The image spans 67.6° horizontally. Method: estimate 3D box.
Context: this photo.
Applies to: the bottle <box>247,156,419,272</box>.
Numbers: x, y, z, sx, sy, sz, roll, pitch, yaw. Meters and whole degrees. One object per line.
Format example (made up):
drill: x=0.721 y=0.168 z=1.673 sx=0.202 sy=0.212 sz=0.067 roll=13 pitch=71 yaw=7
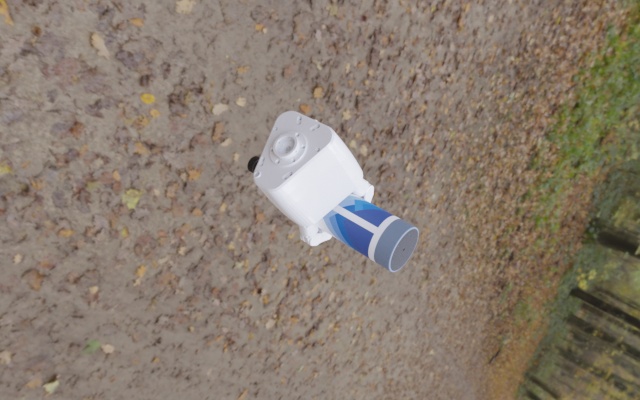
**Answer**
bottle: x=0.000 y=0.002 z=0.695 sx=0.295 sy=0.069 sz=0.069 roll=30 pitch=17 yaw=32
